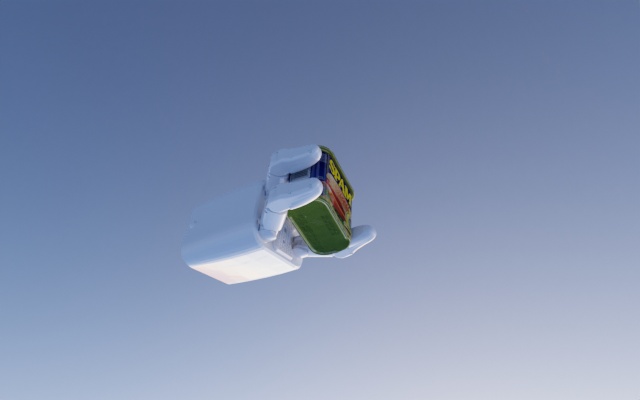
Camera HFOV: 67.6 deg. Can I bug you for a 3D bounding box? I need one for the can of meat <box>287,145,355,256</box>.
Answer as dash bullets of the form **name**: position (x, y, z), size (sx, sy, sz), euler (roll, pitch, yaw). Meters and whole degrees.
- **can of meat**: position (0.000, 0.002, 0.557), size (0.057, 0.083, 0.102), euler (-15, -48, 19)
